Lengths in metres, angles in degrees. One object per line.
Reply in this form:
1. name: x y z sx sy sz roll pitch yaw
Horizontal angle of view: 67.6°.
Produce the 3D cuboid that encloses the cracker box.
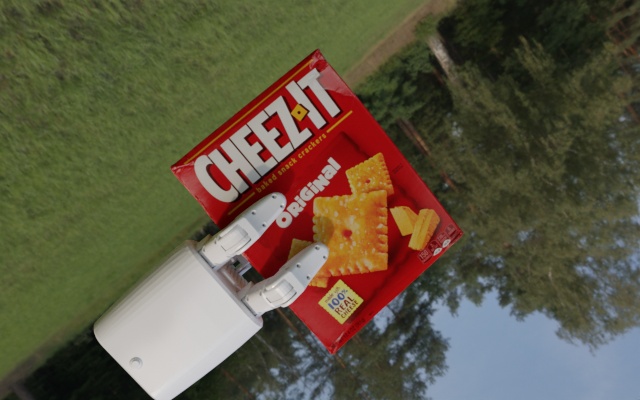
1. cracker box: 0.000 0.002 0.435 0.164 0.214 0.072 -40 8 -5
